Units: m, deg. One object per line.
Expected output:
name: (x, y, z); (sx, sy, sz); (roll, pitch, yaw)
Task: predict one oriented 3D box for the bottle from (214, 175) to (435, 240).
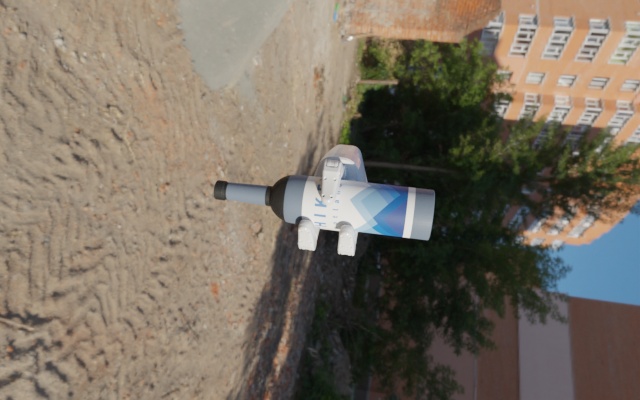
bottle: (0.000, 0.002, 0.646); (0.296, 0.069, 0.069); (7, 1, 8)
